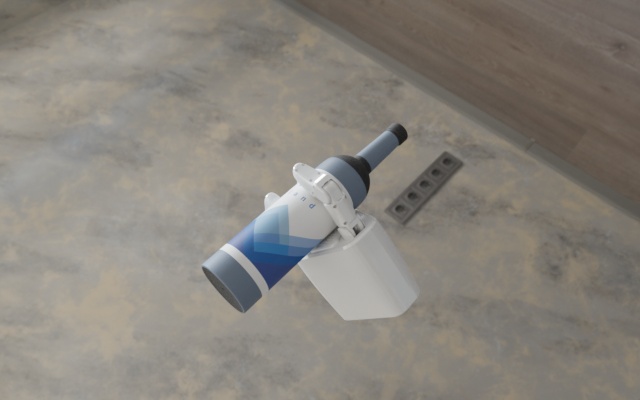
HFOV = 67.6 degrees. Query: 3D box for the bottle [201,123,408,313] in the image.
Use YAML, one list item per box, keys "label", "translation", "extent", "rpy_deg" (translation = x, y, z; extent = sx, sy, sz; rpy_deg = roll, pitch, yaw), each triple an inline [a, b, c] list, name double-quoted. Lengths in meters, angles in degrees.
- label: "bottle"
  translation: [0.000, 0.002, 0.547]
  extent: [0.295, 0.069, 0.069]
  rpy_deg: [-42, 20, -24]
